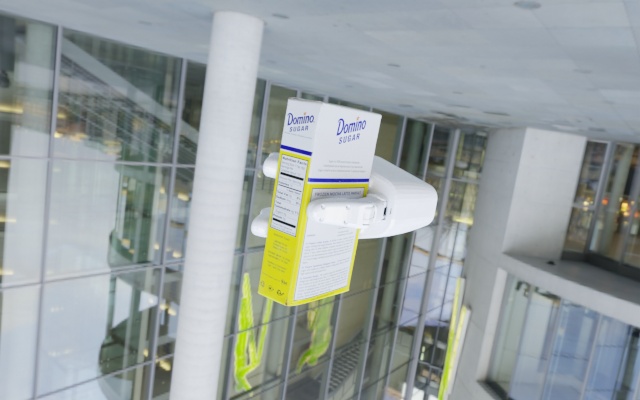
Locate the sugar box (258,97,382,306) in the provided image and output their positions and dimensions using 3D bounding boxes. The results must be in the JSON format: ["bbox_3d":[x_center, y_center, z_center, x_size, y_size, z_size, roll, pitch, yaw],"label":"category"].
[{"bbox_3d":[0.000,0.001,0.436,0.048,0.176,0.093,15,10,37],"label":"sugar box"}]
